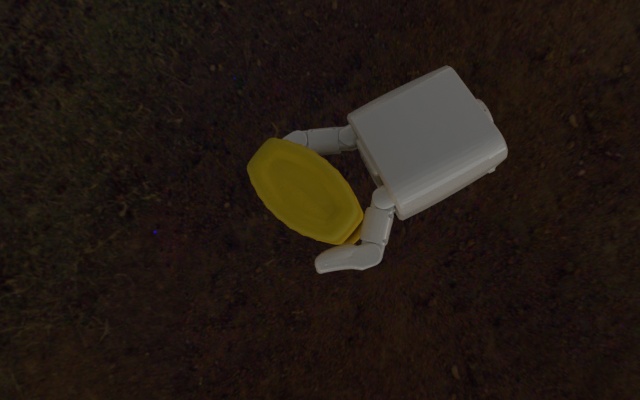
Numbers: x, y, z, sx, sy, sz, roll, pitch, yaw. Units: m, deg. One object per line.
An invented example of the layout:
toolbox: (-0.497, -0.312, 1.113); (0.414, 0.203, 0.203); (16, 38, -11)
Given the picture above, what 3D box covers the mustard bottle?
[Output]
mustard bottle: (0.000, 0.002, 0.447); (0.096, 0.058, 0.191); (38, 0, 11)
